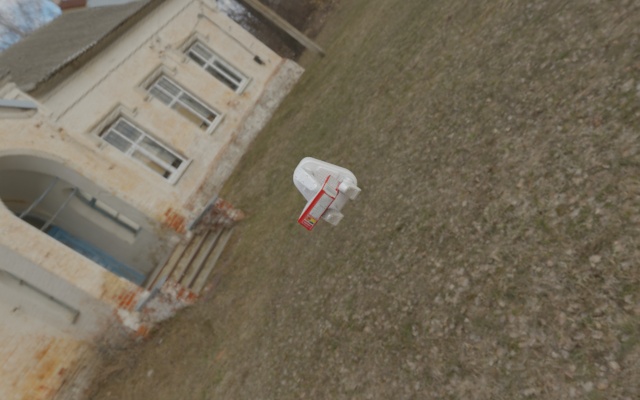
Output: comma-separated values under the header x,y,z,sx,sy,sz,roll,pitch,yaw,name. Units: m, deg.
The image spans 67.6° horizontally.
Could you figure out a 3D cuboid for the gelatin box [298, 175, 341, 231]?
x,y,z,sx,sy,sz,roll,pitch,yaw,name
0.000,0.002,0.806,0.030,0.073,0.089,36,20,-4,gelatin box
